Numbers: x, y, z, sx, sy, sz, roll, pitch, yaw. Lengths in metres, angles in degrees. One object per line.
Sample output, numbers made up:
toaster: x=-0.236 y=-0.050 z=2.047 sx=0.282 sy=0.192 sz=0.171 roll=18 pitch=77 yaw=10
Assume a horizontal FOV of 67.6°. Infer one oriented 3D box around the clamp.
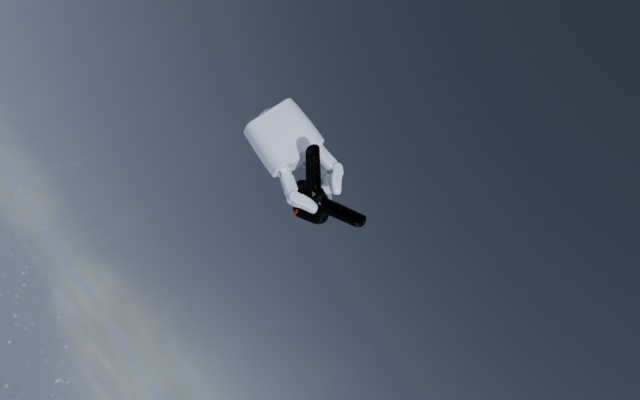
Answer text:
clamp: x=-0.001 y=0.003 z=0.894 sx=0.036 sy=0.164 sz=0.210 roll=-33 pitch=-6 yaw=-27
